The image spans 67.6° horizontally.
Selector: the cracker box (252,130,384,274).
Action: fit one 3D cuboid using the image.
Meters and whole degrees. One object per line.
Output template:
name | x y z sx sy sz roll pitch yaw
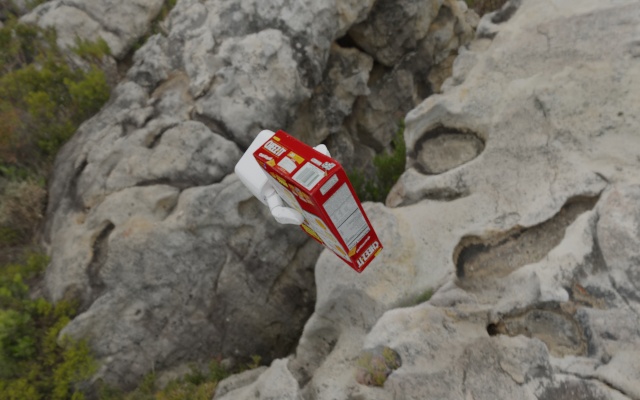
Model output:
cracker box | 0.000 0.003 0.780 0.164 0.072 0.214 34 -17 43
